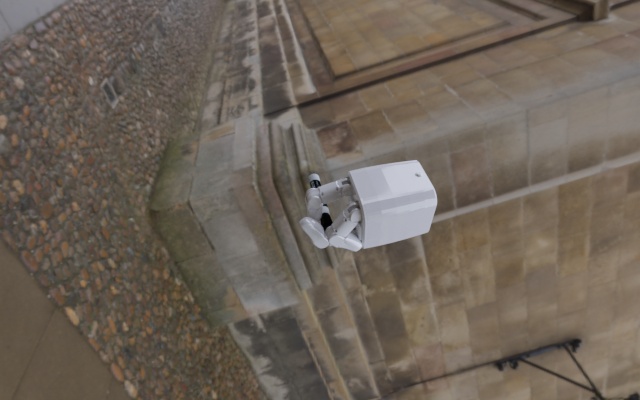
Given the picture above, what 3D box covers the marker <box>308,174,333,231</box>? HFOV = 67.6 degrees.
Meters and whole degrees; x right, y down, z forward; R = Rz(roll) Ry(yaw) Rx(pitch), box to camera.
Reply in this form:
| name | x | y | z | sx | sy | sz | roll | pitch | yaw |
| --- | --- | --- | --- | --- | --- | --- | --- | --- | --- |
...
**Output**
| name | x | y | z | sx | sy | sz | roll | pitch | yaw |
| --- | --- | --- | --- | --- | --- | --- | --- | --- | --- |
| marker | 0.000 | 0.002 | 0.747 | 0.020 | 0.020 | 0.121 | 0 | 41 | -15 |
